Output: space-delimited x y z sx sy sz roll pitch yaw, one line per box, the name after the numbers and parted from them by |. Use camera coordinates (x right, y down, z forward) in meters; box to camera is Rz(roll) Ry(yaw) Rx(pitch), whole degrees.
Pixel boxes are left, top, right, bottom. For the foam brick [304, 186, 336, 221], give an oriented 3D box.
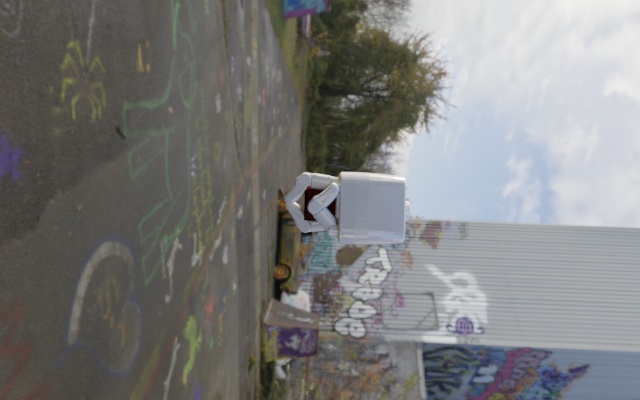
0.000 0.002 0.808 0.051 0.053 0.078 2 11 1 | foam brick
